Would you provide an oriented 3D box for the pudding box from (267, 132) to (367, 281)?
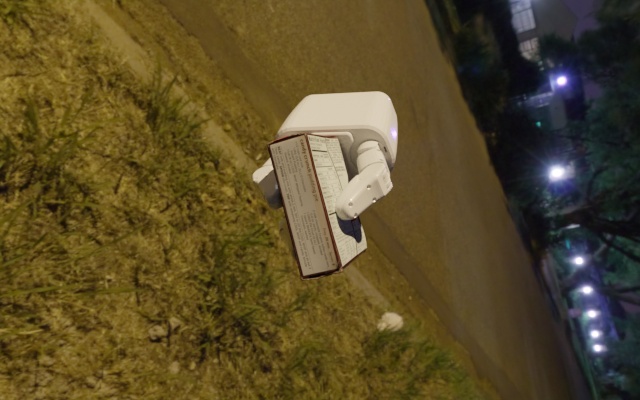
[{"bbox_3d":[0.000,0.001,0.404,0.039,0.113,0.090,-16,-1,19],"label":"pudding box"}]
